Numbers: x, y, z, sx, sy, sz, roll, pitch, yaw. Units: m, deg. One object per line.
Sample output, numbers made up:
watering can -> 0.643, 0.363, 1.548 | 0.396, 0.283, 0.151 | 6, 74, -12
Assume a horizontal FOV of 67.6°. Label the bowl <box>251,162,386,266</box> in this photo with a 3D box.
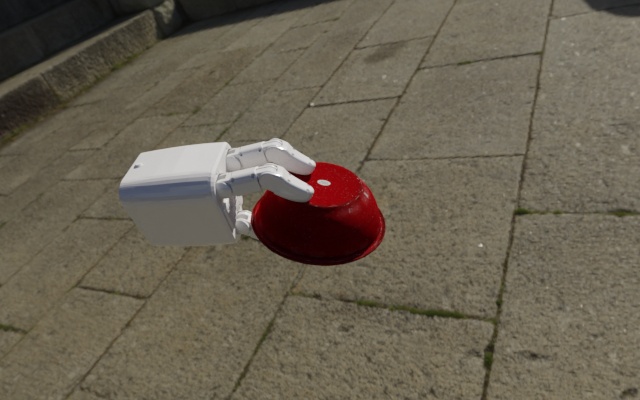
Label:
bowl -> 0.001, 0.001, 0.558 | 0.162, 0.055, 0.162 | 4, 36, -3
